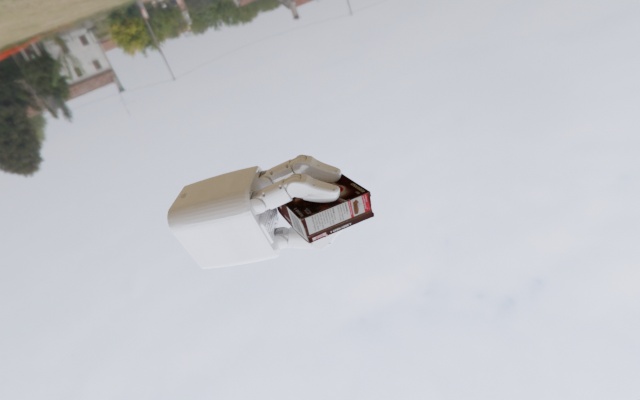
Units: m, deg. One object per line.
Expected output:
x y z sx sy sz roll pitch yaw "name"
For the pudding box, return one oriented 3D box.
0.000 0.002 0.587 0.090 0.039 0.113 -22 28 -15 "pudding box"
